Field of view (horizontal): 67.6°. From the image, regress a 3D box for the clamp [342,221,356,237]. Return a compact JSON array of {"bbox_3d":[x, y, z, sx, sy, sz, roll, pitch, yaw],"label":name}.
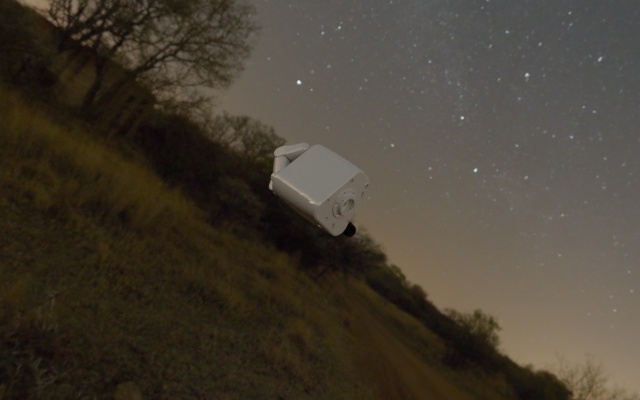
[{"bbox_3d":[0.000,0.002,0.869,0.120,0.039,0.171,37,-2,40],"label":"clamp"}]
